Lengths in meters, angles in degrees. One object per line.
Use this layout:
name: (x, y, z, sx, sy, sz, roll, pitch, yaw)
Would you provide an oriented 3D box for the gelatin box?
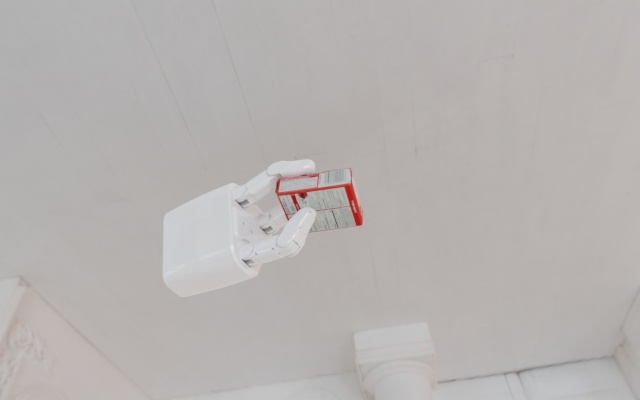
gelatin box: (0.000, 0.002, 0.560, 0.089, 0.030, 0.073, -8, -44, 12)
